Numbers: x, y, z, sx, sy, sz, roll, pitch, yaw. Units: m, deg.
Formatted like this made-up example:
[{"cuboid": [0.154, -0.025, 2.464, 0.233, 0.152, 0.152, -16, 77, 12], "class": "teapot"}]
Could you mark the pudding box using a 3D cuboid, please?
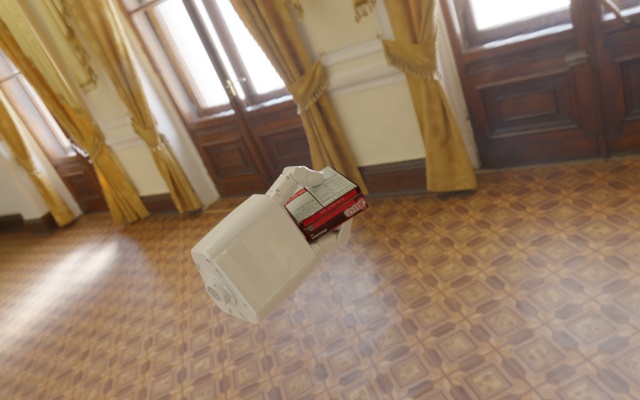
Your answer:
[{"cuboid": [0.000, 0.002, 0.626, 0.090, 0.039, 0.113, -31, 26, -7], "class": "pudding box"}]
